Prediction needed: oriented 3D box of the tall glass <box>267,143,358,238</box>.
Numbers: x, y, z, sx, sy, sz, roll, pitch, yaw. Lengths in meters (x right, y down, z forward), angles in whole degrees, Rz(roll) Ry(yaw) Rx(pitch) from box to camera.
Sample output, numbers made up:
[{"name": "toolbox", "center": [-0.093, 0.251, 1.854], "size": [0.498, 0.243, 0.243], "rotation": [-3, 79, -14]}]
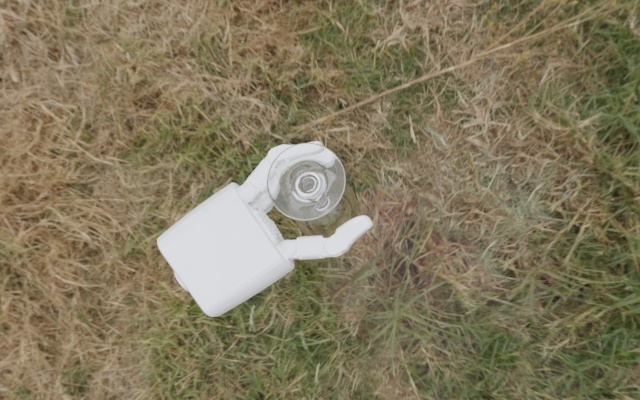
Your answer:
[{"name": "tall glass", "center": [0.000, 0.002, 0.537], "size": [0.079, 0.079, 0.201], "rotation": [0, -11, 9]}]
